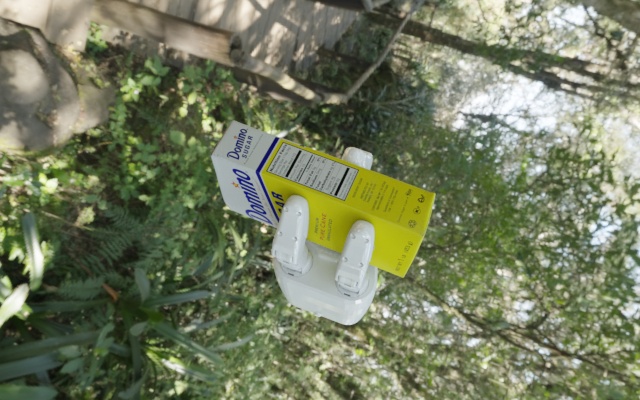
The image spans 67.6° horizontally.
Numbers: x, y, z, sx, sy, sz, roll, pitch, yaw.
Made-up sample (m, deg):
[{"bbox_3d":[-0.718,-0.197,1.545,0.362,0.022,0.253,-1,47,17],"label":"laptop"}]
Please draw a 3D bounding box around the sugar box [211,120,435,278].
[{"bbox_3d":[0.000,0.002,0.403,0.176,0.048,0.093,18,-28,9],"label":"sugar box"}]
